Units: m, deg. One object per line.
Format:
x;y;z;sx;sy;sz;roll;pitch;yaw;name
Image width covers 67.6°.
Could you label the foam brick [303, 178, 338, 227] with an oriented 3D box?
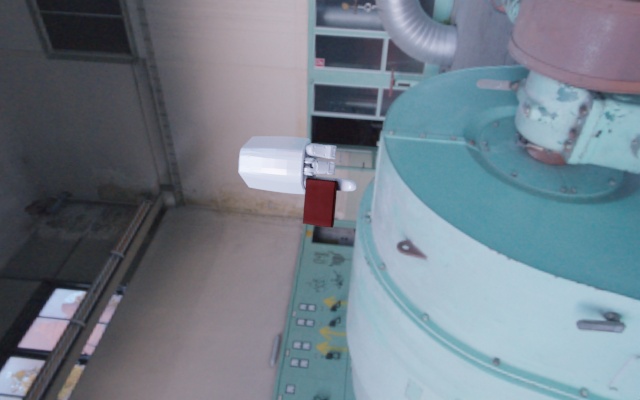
0.000;0.003;0.814;0.051;0.078;0.053;5;4;3;foam brick
